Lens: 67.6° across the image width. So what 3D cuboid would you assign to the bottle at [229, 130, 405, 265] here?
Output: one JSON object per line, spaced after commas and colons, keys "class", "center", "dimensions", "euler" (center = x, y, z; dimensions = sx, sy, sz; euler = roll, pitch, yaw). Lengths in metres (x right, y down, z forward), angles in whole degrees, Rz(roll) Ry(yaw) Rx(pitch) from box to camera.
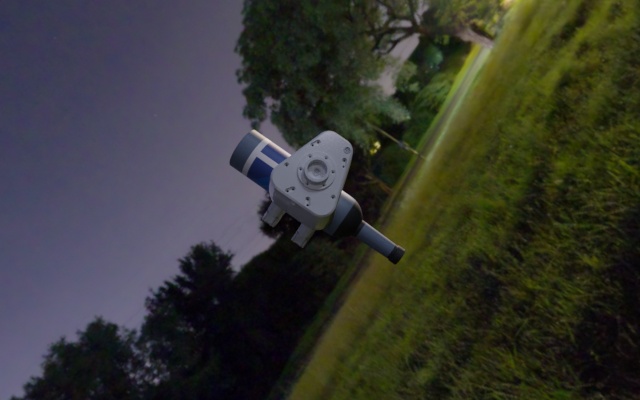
{"class": "bottle", "center": [0.000, 0.002, 0.729], "dimensions": [0.295, 0.069, 0.069], "euler": [35, 2, 3]}
